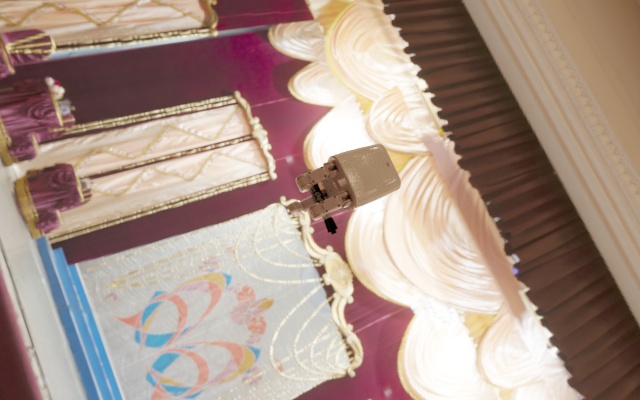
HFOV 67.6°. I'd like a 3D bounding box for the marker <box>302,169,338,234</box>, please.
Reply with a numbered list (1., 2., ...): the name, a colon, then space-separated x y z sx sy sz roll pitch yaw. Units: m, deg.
1. marker: 0.000 0.003 0.839 0.020 0.121 0.020 -24 -8 -3
